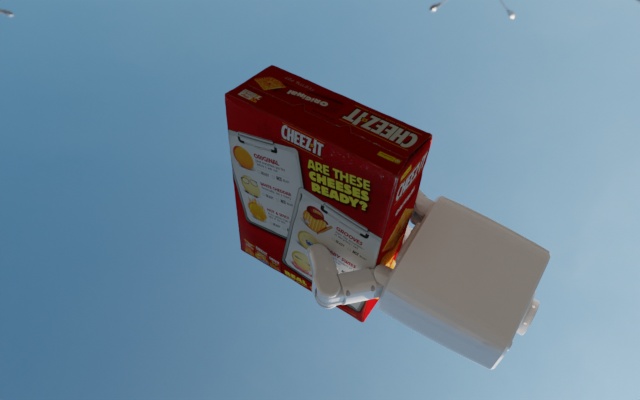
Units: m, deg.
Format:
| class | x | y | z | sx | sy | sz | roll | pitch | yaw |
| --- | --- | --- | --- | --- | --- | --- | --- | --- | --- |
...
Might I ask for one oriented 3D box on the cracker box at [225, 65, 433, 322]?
| class | x | y | z | sx | sy | sz | roll | pitch | yaw |
| --- | --- | --- | --- | --- | --- | --- | --- | --- | --- |
| cracker box | 0.000 | 0.002 | 0.456 | 0.164 | 0.214 | 0.072 | 28 | 51 | 20 |
